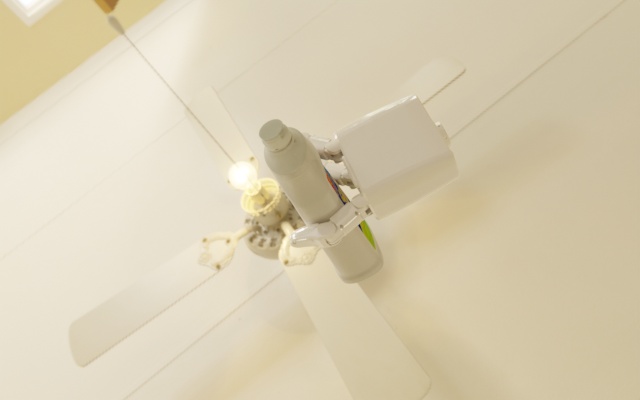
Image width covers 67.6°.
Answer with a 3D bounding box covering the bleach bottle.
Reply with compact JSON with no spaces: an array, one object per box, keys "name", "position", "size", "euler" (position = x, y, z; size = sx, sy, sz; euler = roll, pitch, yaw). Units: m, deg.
[{"name":"bleach bottle","position":[0.000,0.002,0.576],"size":[0.068,0.102,0.251],"euler":[-27,-42,8]}]
